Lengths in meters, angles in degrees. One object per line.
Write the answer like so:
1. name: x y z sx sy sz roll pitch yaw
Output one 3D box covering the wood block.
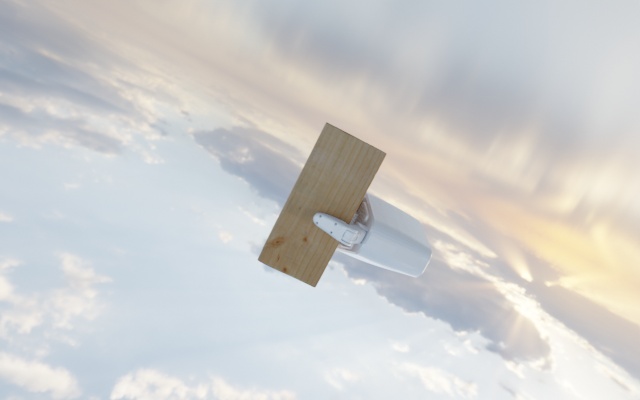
1. wood block: 0.000 0.003 0.671 0.090 0.206 0.091 26 9 -5
